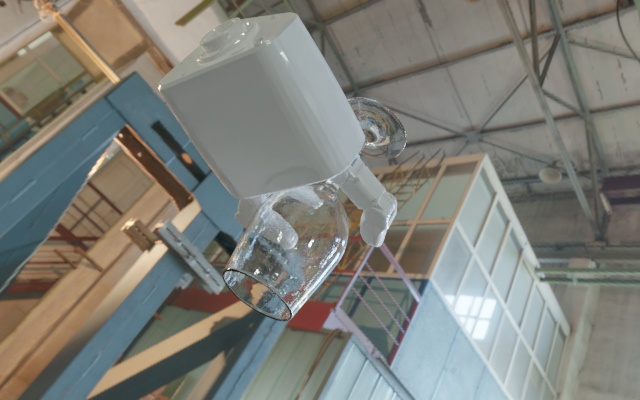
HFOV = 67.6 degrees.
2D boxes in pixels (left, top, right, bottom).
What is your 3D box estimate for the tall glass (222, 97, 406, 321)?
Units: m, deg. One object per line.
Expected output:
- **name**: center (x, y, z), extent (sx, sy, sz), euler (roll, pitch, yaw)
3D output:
- **tall glass**: center (0.001, 0.001, 0.406), extent (0.079, 0.201, 0.079), euler (23, -33, 16)
